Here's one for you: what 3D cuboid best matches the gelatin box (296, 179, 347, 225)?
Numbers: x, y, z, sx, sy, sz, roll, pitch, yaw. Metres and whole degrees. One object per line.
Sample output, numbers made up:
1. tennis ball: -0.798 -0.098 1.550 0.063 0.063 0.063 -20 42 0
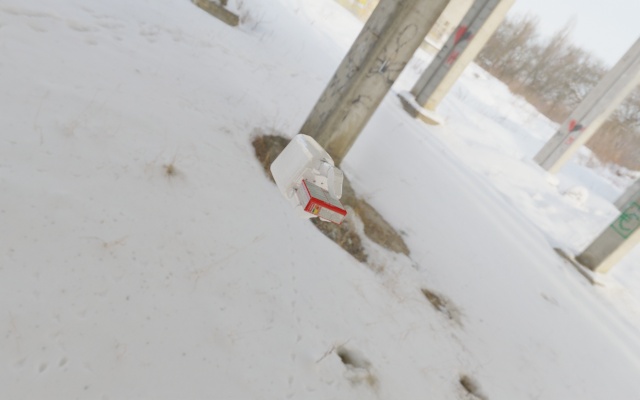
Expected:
1. gelatin box: 0.000 0.003 0.848 0.073 0.030 0.089 23 16 -22
